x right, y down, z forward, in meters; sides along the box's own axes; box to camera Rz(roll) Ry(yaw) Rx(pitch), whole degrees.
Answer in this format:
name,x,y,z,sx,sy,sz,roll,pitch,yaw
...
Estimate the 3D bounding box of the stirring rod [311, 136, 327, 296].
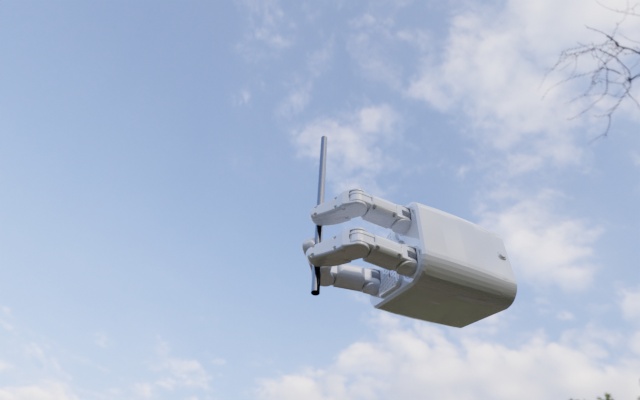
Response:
name,x,y,z,sx,sy,sz,roll,pitch,yaw
stirring rod,0.000,0.002,0.509,0.011,0.011,0.239,0,42,3
